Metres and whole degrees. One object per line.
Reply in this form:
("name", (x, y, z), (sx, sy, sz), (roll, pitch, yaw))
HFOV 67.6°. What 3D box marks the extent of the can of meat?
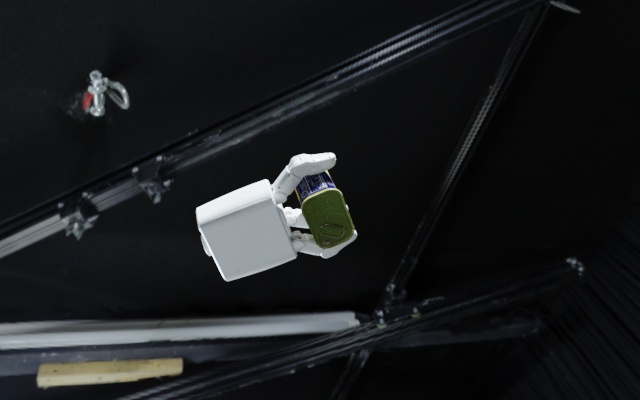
("can of meat", (0.000, 0.002, 0.666), (0.057, 0.102, 0.084), (-24, 42, -1))
